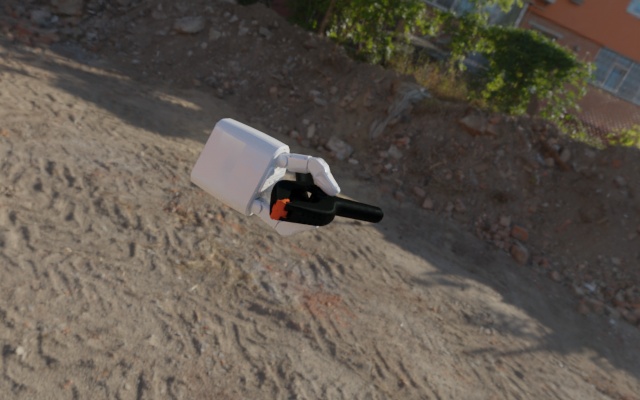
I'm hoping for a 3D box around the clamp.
[{"bbox_3d":[0.000,0.002,0.681,0.164,0.036,0.210,29,20,12],"label":"clamp"}]
